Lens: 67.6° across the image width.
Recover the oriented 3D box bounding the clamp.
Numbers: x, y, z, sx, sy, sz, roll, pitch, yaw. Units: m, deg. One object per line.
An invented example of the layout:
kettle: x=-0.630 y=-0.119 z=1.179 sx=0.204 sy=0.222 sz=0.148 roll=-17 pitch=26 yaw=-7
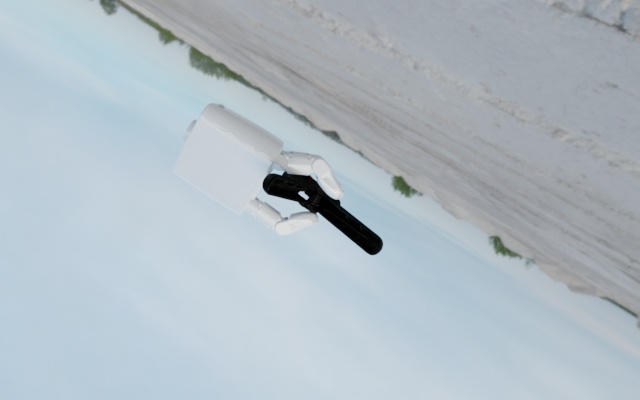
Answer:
clamp: x=-0.001 y=0.003 z=0.640 sx=0.164 sy=0.036 sz=0.210 roll=33 pitch=7 yaw=-9
